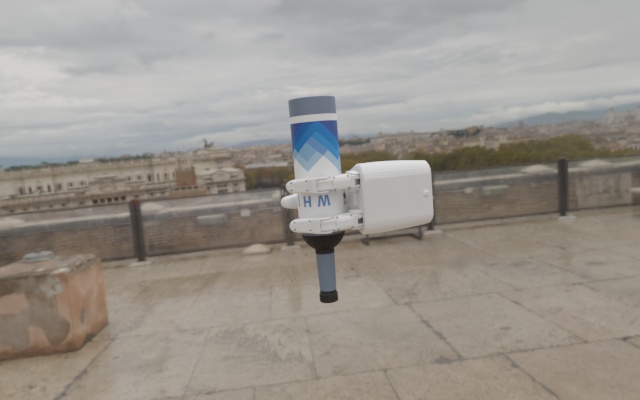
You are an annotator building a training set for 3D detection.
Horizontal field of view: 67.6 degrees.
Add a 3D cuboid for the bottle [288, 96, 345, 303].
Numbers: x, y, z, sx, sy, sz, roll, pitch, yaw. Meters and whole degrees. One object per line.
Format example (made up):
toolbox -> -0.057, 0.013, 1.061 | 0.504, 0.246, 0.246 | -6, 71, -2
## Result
bottle -> 0.000, 0.002, 0.689 | 0.069, 0.296, 0.069 | -5, 7, 1
